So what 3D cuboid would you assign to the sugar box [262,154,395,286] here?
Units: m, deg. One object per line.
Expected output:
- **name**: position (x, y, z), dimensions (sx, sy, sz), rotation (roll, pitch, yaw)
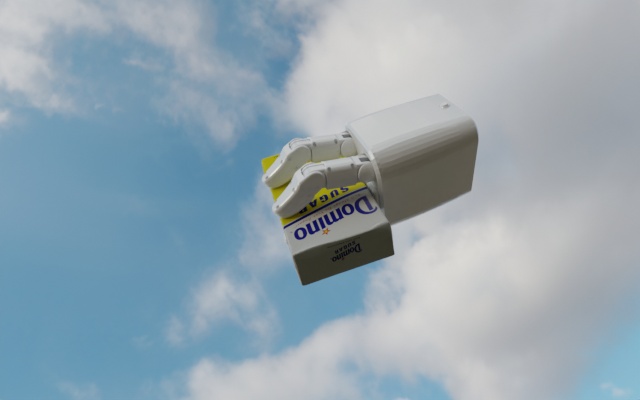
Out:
- **sugar box**: position (0.000, 0.001, 0.490), dimensions (0.093, 0.048, 0.176), rotation (-18, 34, -6)
